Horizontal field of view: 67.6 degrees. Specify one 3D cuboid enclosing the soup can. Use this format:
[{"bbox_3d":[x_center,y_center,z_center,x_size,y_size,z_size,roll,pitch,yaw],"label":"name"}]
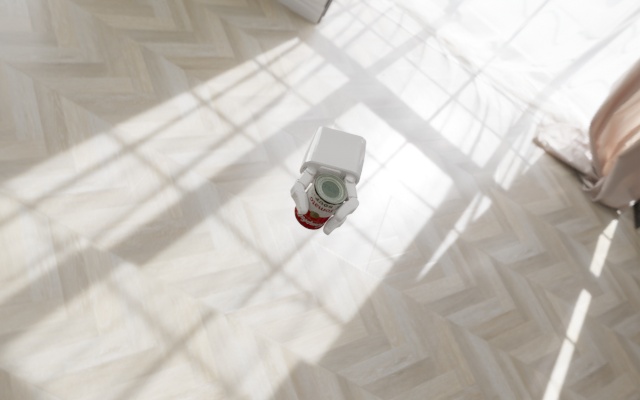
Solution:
[{"bbox_3d":[0.000,0.003,0.895,0.068,0.068,0.102,0,-30,-27],"label":"soup can"}]
